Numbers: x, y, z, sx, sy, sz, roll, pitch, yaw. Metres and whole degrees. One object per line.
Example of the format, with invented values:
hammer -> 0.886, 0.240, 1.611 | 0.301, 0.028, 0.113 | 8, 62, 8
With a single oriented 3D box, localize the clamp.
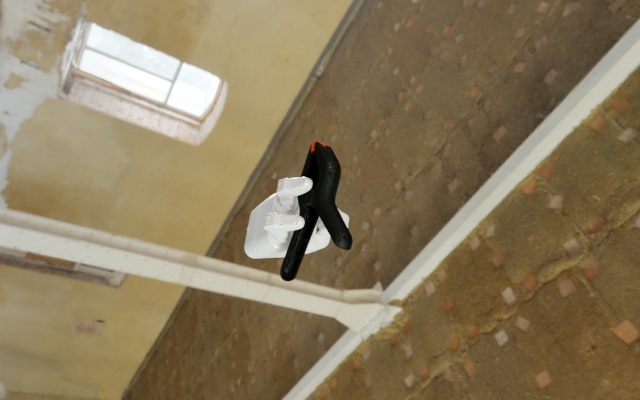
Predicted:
clamp -> 0.001, 0.002, 0.683 | 0.036, 0.210, 0.164 | 20, -26, -27
